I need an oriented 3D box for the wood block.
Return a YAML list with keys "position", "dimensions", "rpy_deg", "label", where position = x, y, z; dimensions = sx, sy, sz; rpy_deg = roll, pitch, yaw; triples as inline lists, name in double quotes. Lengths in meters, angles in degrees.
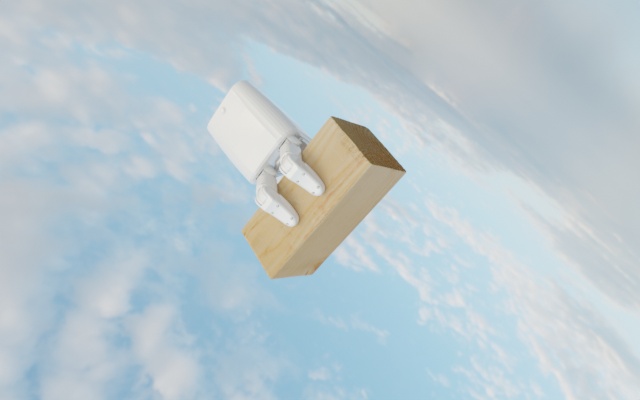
- position: [0.000, 0.002, 0.630]
  dimensions: [0.091, 0.090, 0.206]
  rpy_deg: [4, -47, -53]
  label: "wood block"
